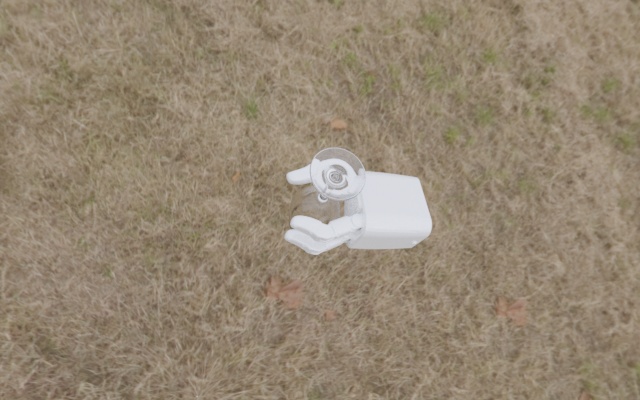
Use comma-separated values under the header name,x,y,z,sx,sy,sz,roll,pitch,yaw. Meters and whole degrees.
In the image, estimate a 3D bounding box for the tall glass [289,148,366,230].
name,x,y,z,sx,sy,sz,roll,pitch,yaw
tall glass,0.000,0.002,0.696,0.079,0.079,0.201,0,-22,-15
